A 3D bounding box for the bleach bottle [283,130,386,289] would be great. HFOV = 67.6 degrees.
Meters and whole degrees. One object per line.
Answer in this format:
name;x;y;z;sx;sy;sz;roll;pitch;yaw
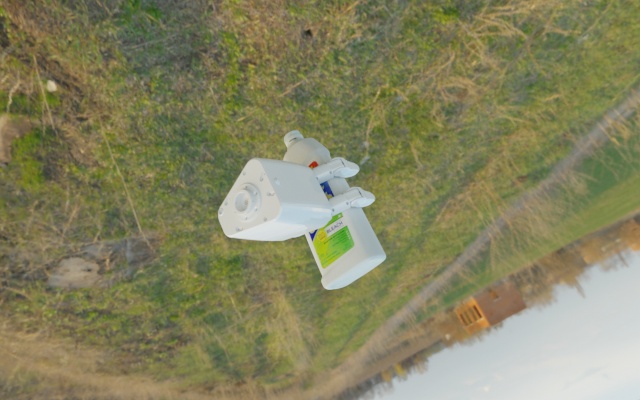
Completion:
bleach bottle;0.000;0.002;0.736;0.102;0.250;0.068;-38;-24;24
